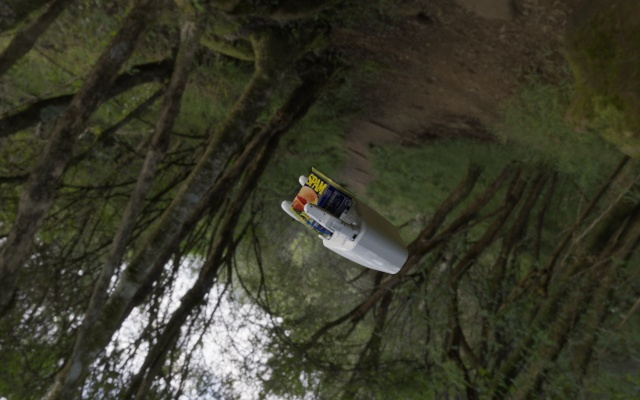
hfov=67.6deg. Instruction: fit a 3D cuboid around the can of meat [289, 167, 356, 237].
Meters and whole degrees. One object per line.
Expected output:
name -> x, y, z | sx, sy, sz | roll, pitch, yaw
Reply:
can of meat -> 0.000, 0.003, 0.788 | 0.057, 0.084, 0.102 | 30, 5, -29
